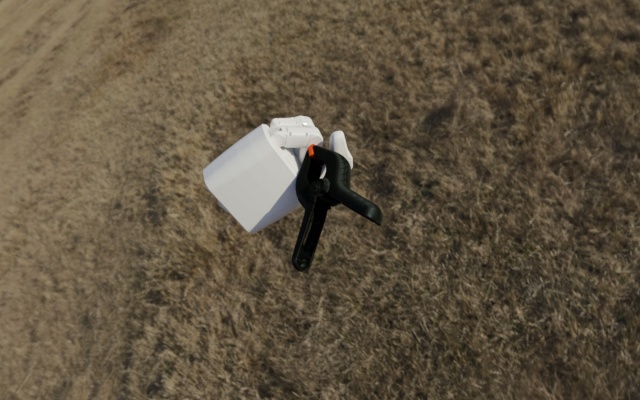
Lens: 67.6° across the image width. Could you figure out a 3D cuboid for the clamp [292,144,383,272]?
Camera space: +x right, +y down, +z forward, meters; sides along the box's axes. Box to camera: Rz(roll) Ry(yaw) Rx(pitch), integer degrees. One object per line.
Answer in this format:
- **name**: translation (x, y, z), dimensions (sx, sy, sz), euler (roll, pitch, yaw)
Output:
- **clamp**: translation (0.000, 0.001, 0.572), dimensions (0.120, 0.171, 0.039), euler (-36, -51, 12)
